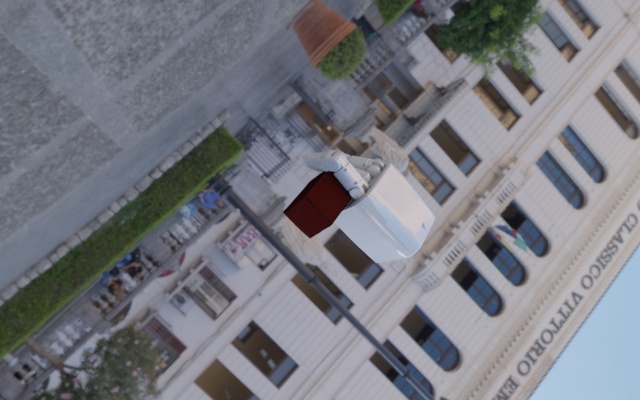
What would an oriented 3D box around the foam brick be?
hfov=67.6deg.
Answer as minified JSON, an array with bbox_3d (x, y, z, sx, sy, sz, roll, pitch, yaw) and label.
[{"bbox_3d":[0.000,0.002,0.631,0.053,0.051,0.078,-33,12,46],"label":"foam brick"}]
